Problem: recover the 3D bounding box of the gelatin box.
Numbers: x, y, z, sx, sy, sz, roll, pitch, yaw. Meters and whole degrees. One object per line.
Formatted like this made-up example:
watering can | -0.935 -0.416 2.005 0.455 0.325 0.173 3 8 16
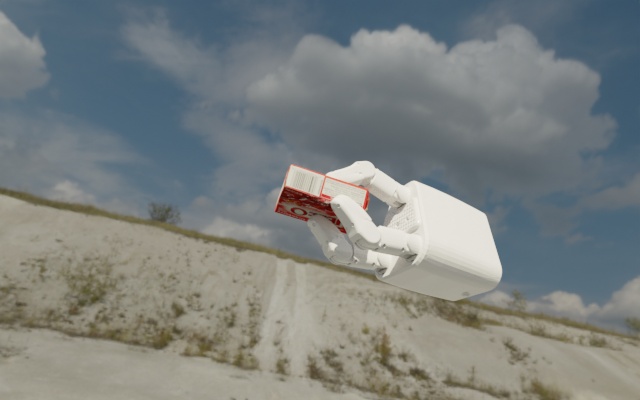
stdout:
gelatin box | 0.000 0.001 0.516 0.089 0.030 0.073 18 -25 -6
